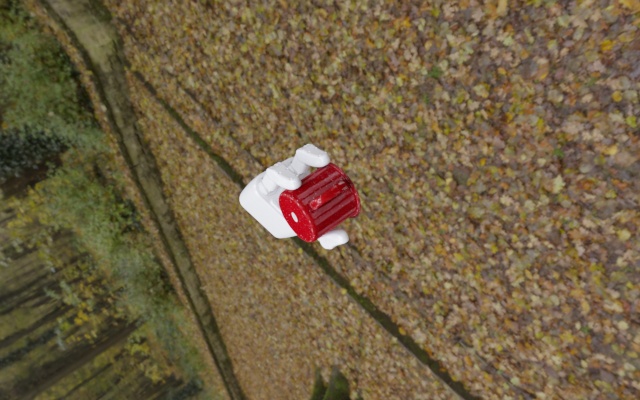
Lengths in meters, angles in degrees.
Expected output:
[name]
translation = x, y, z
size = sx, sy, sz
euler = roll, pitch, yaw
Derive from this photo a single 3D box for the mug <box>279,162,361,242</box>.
[mug]
translation = 0.001, 0.002, 0.656
size = 0.081, 0.093, 0.117
euler = -34, 1, -25
